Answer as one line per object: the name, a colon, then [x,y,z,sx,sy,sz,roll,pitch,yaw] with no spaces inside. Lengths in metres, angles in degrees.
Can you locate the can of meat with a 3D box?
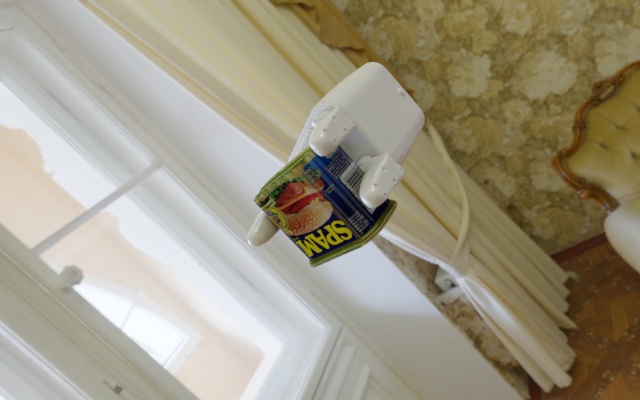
can of meat: [0.000,0.001,0.410,0.102,0.084,0.057,-32,14,50]
